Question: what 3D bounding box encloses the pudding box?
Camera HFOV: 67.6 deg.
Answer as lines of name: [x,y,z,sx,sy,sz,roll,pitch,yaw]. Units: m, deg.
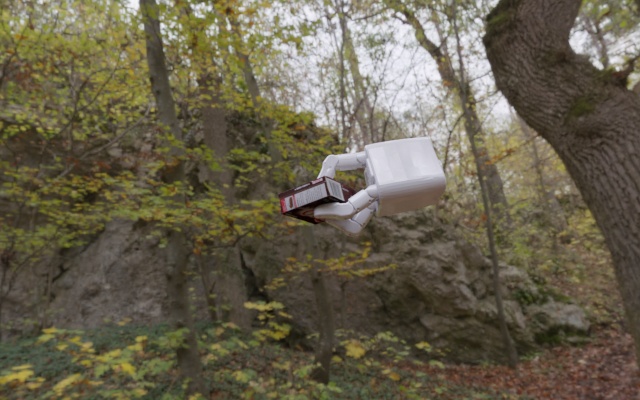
pudding box: [0.000,0.002,0.766,0.090,0.039,0.113,-21,-23,24]
